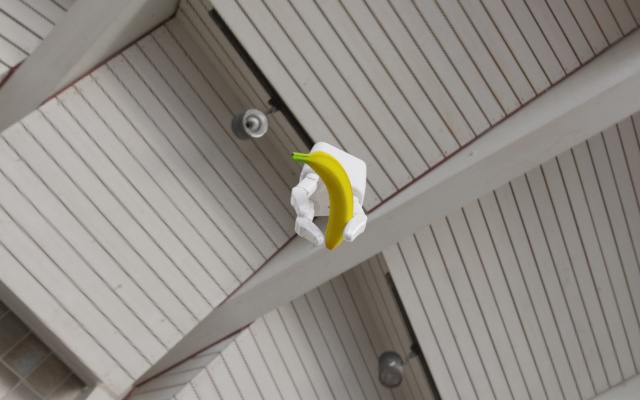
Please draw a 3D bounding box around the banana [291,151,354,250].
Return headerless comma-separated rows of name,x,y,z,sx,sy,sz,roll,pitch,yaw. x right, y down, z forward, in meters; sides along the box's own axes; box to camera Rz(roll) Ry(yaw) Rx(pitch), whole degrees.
banana,0.017,-0.004,0.731,0.069,0.198,0.037,-13,36,9
